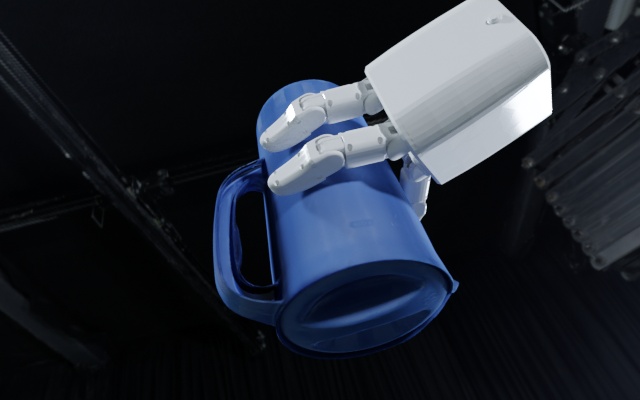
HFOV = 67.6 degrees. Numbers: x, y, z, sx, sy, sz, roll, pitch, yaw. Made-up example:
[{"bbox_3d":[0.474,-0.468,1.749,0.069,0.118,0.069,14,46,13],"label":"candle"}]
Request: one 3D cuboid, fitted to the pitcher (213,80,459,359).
[{"bbox_3d":[0.000,0.001,0.418,0.145,0.242,0.149,-31,-44,16],"label":"pitcher"}]
